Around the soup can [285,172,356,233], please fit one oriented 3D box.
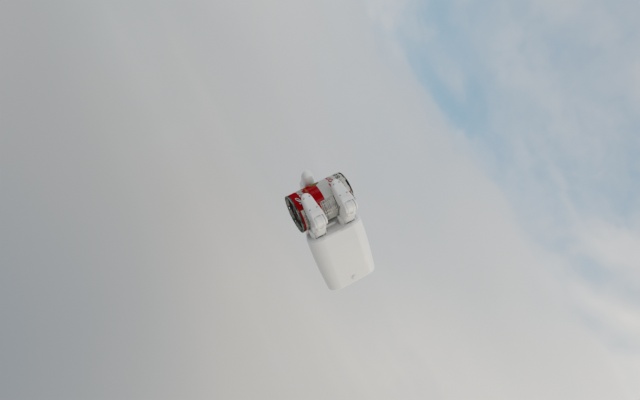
[{"bbox_3d":[0.000,0.002,0.805,0.102,0.068,0.068,-26,6,-13],"label":"soup can"}]
